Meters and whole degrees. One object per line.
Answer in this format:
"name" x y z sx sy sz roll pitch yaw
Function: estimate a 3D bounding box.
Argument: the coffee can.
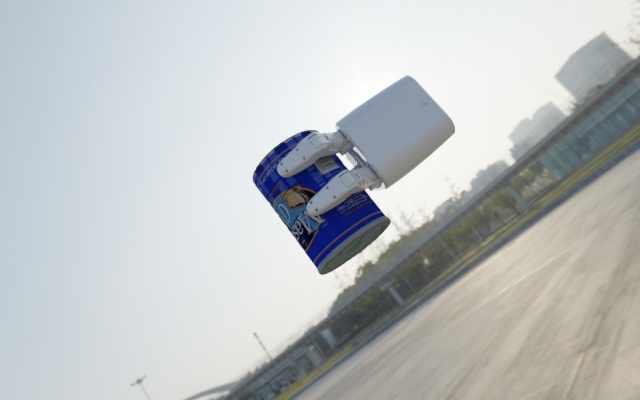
"coffee can" 0.000 0.002 0.566 0.103 0.140 0.103 -34 -16 -11
